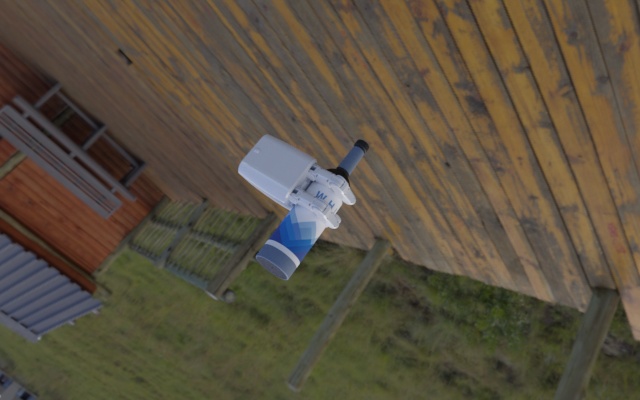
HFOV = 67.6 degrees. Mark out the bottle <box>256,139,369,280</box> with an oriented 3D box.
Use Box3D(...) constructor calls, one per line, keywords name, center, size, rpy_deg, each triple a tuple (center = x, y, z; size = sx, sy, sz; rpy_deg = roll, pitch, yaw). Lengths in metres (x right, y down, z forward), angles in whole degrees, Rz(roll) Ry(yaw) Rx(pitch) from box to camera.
Box3D(name="bottle", center=(0.000, 0.003, 0.846), size=(0.069, 0.295, 0.069), rpy_deg=(30, -24, 15))
